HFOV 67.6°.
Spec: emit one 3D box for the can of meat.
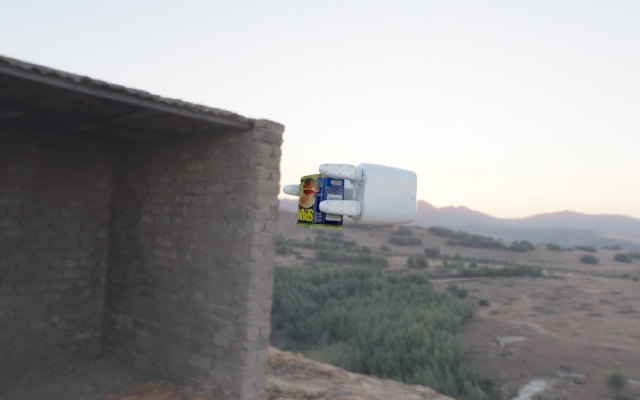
[{"bbox_3d":[0.000,0.002,0.766,0.057,0.084,0.102,4,-2,-22],"label":"can of meat"}]
